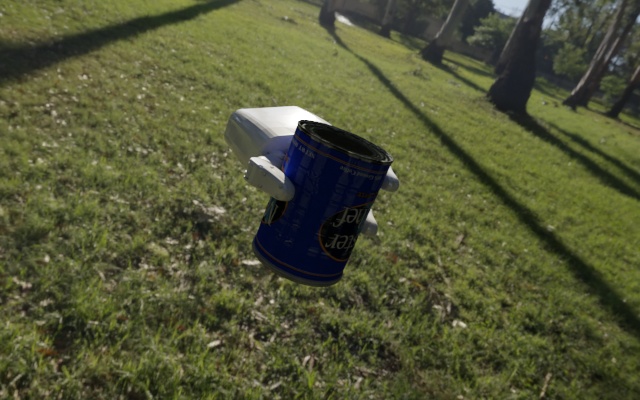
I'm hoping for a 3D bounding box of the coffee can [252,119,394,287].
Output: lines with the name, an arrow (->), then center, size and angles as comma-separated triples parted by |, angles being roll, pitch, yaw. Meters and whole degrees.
coffee can -> 0.000, 0.002, 0.490 | 0.103, 0.140, 0.102 | 20, 18, -7
